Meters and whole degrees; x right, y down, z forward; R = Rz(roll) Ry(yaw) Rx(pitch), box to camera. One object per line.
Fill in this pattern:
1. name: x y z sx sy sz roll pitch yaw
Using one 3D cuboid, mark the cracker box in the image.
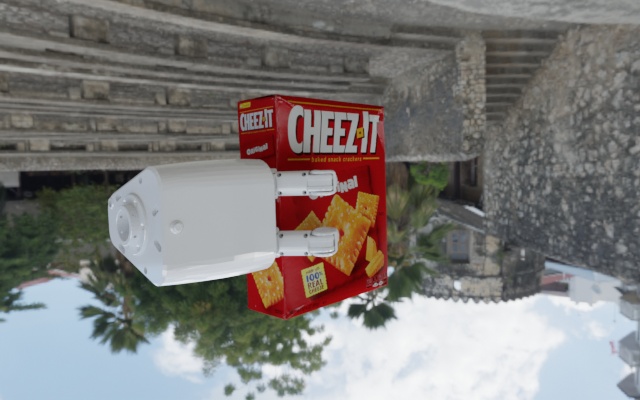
1. cracker box: 0.000 0.002 0.518 0.164 0.214 0.072 -6 6 -44
